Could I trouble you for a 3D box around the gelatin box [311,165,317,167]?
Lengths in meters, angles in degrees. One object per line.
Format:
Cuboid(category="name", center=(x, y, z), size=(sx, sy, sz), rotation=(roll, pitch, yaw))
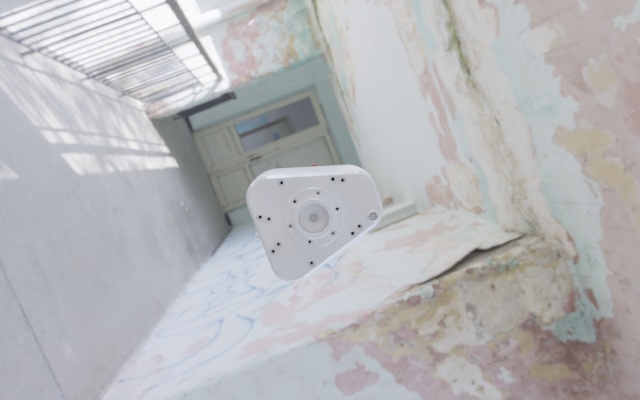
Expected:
Cuboid(category="gelatin box", center=(0.001, 0.002, 0.578), size=(0.030, 0.073, 0.089), rotation=(-21, -9, 6))
